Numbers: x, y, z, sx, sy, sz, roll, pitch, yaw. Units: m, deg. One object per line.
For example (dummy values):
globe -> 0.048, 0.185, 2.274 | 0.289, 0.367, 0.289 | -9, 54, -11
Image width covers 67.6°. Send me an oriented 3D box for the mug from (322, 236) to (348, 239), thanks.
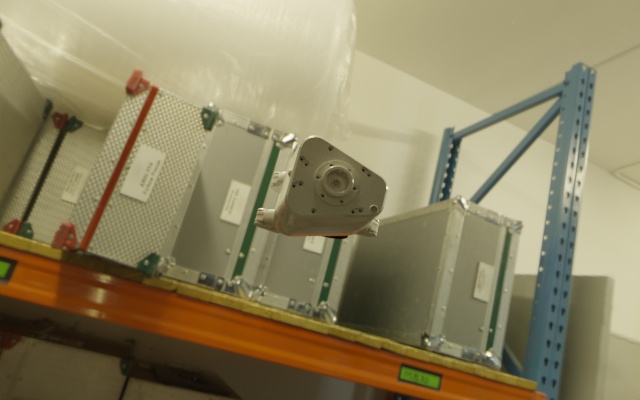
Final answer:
mug -> 0.000, 0.002, 0.661 | 0.093, 0.081, 0.117 | 17, -14, -7
